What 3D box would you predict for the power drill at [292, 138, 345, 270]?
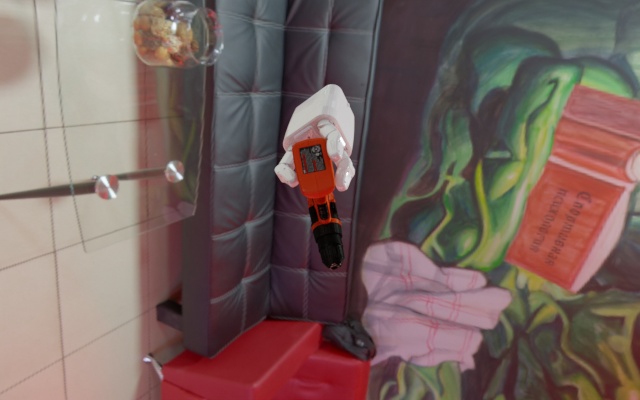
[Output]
[{"bbox_3d":[0.000,0.002,0.787,0.057,0.184,0.188,-13,-30,-2],"label":"power drill"}]
